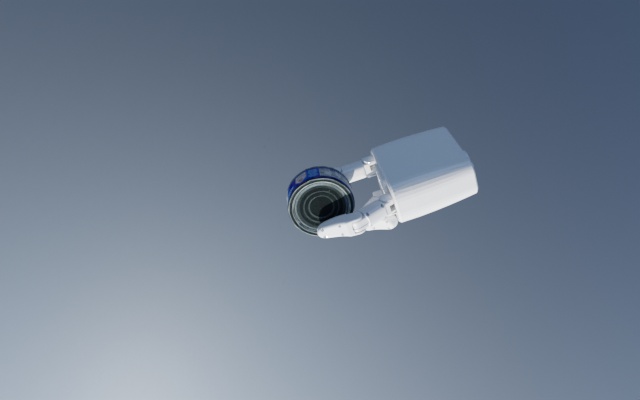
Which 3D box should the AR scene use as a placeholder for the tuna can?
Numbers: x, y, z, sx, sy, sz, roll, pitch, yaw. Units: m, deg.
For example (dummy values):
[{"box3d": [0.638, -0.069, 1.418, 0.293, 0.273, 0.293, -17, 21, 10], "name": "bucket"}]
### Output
[{"box3d": [0.000, 0.002, 0.605, 0.086, 0.086, 0.033, 0, 28, -5], "name": "tuna can"}]
